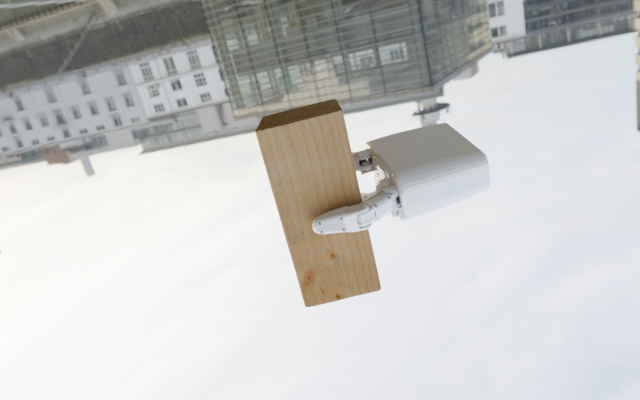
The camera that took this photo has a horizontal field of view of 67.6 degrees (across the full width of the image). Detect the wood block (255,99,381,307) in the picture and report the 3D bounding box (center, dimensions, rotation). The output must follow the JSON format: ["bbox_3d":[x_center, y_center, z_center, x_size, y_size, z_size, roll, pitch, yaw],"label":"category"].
[{"bbox_3d":[0.001,0.002,0.539,0.090,0.206,0.090,-14,19,2],"label":"wood block"}]
